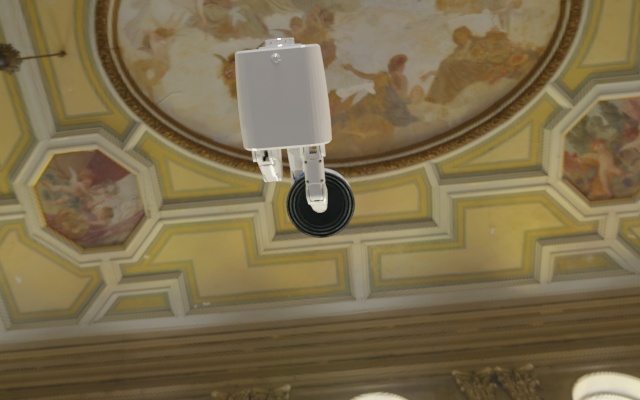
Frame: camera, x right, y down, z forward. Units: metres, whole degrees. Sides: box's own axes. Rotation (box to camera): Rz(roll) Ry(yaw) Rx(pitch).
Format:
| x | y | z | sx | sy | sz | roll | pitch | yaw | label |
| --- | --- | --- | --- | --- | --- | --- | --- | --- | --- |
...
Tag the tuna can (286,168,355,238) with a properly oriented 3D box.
| x | y | z | sx | sy | sz | roll | pitch | yaw | label |
| --- | --- | --- | --- | --- | --- | --- | --- | --- | --- |
| 0.000 | 0.002 | 0.609 | 0.086 | 0.086 | 0.033 | 0 | 14 | 0 | tuna can |
